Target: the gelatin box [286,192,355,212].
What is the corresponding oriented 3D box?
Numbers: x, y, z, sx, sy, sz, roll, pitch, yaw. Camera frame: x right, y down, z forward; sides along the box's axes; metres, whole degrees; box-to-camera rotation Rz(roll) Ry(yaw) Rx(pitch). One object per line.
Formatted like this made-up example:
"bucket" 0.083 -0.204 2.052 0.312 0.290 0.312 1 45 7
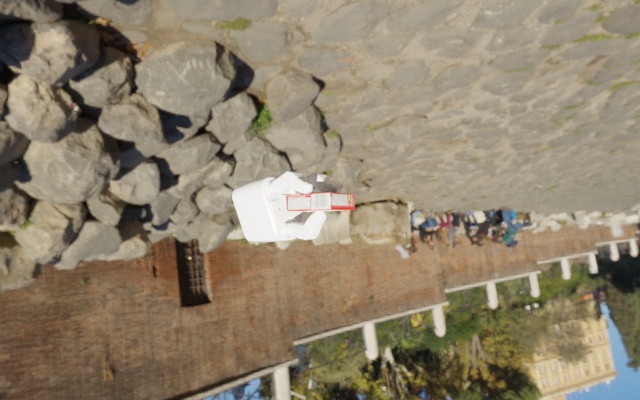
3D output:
"gelatin box" 0.000 0.003 0.776 0.089 0.030 0.073 -3 -3 35
